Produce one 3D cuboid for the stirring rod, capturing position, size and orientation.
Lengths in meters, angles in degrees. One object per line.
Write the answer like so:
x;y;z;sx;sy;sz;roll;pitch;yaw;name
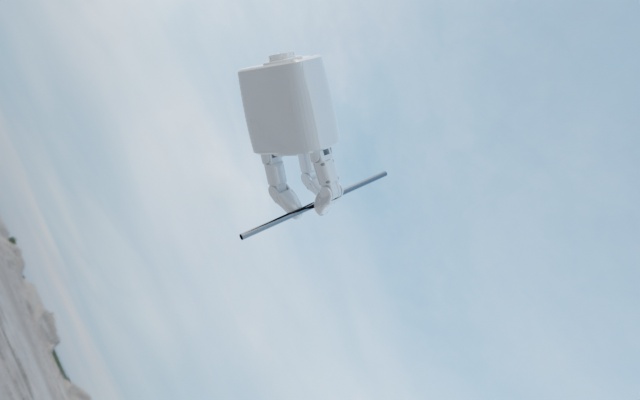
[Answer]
0.000;0.002;0.624;0.239;0.011;0.011;-24;13;-32;stirring rod
